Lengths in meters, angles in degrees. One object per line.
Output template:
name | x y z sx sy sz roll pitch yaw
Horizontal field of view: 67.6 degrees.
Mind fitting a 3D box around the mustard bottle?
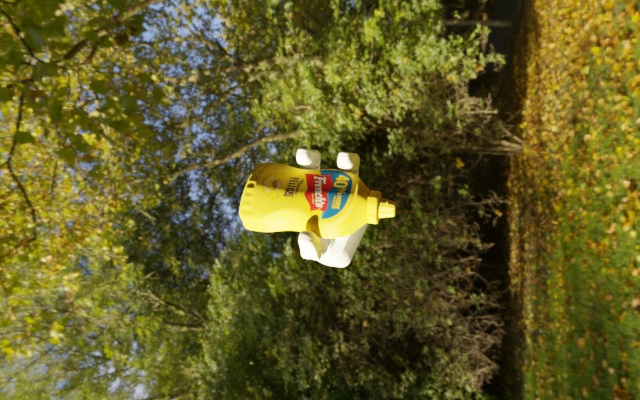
mustard bottle | 0.000 0.002 0.611 0.191 0.096 0.058 6 -39 14
